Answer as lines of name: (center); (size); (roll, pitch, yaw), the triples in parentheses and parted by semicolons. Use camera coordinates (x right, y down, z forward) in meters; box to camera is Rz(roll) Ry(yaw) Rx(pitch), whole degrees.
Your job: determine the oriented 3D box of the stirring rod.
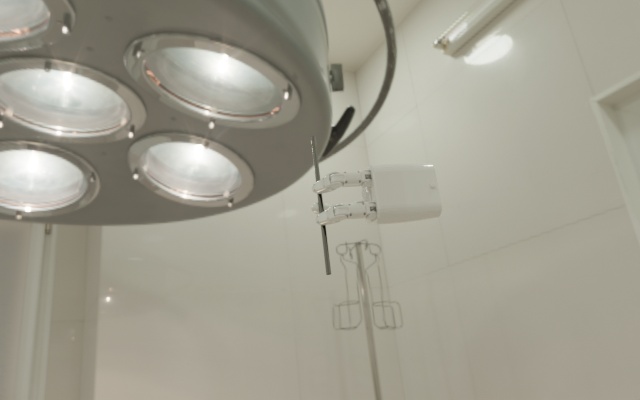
stirring rod: (0.000, 0.003, 0.784); (0.011, 0.239, 0.011); (-6, -20, -2)
